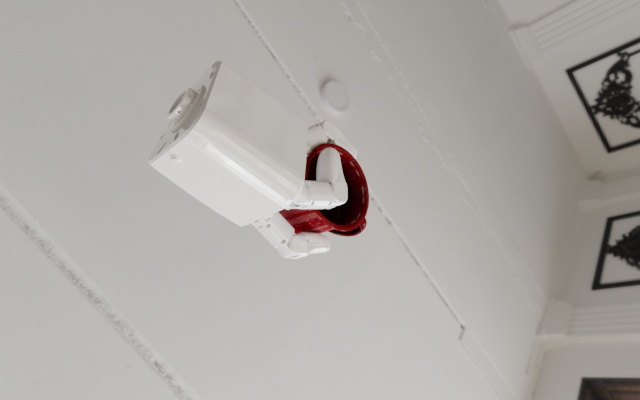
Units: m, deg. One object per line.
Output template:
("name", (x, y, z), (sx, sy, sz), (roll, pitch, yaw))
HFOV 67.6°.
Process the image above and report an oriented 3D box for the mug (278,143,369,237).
("mug", (0.001, 0.003, 0.522), (0.117, 0.093, 0.081), (39, -37, -28))
